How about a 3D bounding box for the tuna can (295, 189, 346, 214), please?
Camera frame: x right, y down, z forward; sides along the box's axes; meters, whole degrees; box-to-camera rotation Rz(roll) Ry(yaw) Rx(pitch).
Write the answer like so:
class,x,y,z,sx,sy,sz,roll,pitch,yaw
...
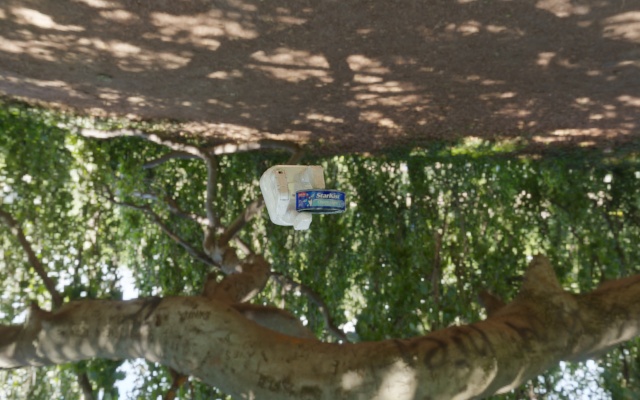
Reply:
class,x,y,z,sx,sy,sz,roll,pitch,yaw
tuna can,0.000,0.003,0.808,0.086,0.033,0.086,0,-7,0
